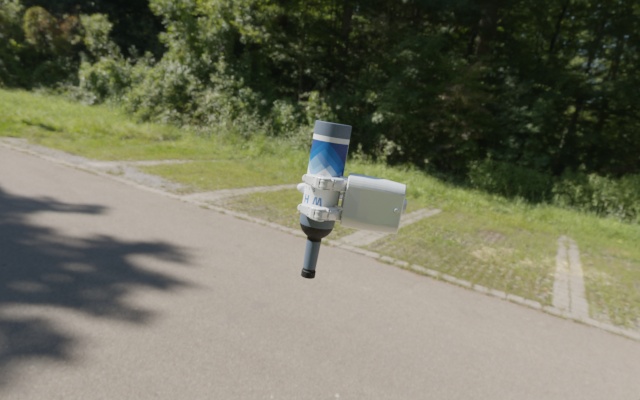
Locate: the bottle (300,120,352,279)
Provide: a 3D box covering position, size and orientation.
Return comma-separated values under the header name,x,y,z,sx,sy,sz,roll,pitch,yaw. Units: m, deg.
name,x,y,z,sx,sy,sz,roll,pitch,yaw
bottle,0.000,0.003,0.890,0.069,0.296,0.069,9,10,-2
